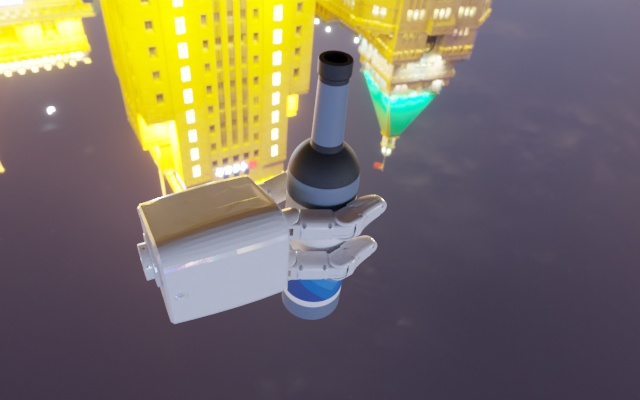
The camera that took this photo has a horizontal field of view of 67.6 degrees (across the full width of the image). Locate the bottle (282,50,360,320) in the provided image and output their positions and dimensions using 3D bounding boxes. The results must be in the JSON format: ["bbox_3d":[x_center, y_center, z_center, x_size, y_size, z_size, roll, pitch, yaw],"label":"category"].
[{"bbox_3d":[0.000,0.002,0.459,0.069,0.296,0.069,3,42,-3],"label":"bottle"}]
